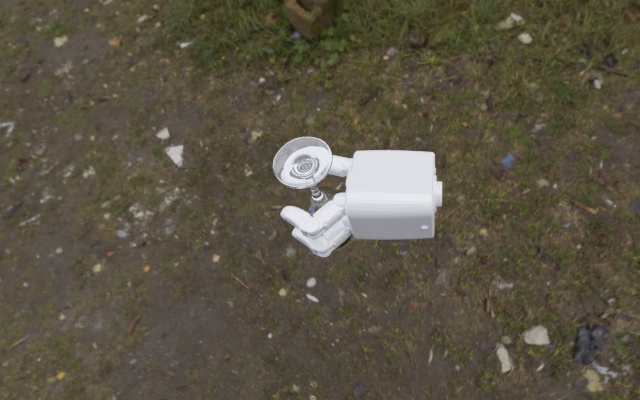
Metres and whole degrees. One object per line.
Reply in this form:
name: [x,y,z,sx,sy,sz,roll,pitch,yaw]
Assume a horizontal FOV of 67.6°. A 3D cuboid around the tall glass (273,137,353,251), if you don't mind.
tall glass: [0.000,0.002,0.657,0.079,0.079,0.201,0,-29,14]
